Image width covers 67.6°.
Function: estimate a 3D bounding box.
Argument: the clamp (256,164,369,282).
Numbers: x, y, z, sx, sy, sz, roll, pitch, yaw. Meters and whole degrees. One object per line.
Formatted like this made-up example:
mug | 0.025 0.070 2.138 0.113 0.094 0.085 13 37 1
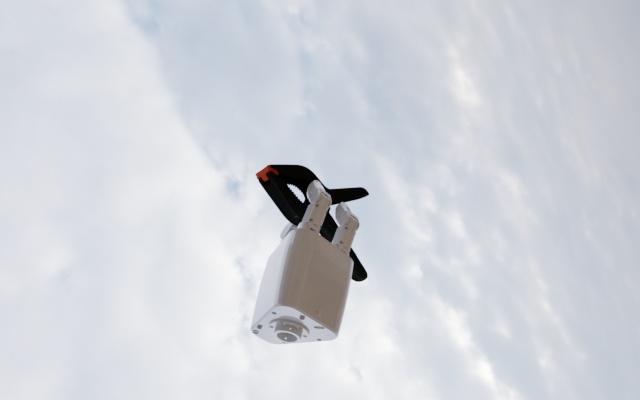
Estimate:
clamp | -0.001 0.002 0.689 0.210 0.164 0.036 38 -48 -26
